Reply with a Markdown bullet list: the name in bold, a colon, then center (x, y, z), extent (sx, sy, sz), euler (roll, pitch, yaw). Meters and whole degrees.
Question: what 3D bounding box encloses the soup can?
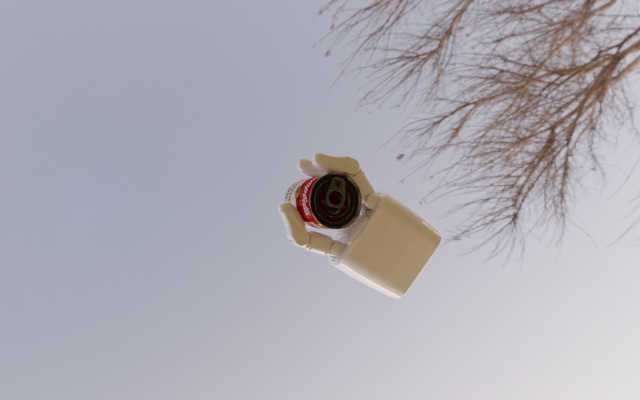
- **soup can**: center (0.000, 0.002, 0.608), extent (0.068, 0.068, 0.102), euler (0, -2, -22)
